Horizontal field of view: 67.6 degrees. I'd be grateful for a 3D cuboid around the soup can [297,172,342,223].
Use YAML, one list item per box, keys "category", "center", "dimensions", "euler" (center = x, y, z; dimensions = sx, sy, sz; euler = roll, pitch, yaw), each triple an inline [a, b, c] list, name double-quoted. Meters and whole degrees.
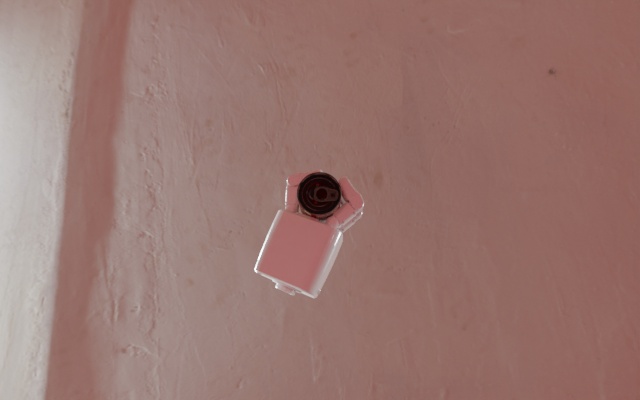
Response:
- category: "soup can"
  center: [0.000, 0.002, 0.765]
  dimensions: [0.068, 0.068, 0.102]
  euler: [0, -15, 2]
